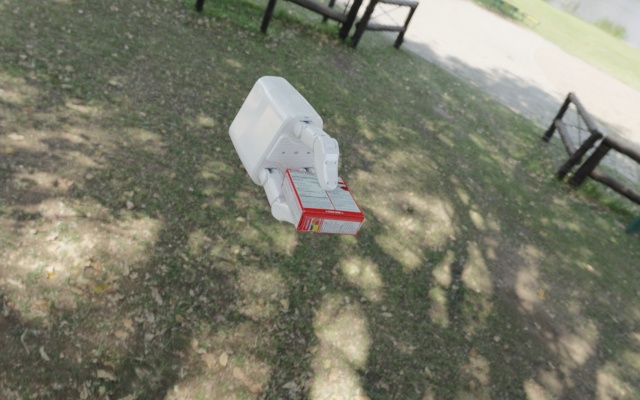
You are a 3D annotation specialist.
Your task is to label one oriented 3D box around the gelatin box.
[{"bbox_3d":[0.000,0.002,0.545,0.073,0.030,0.089,6,32,-23],"label":"gelatin box"}]
